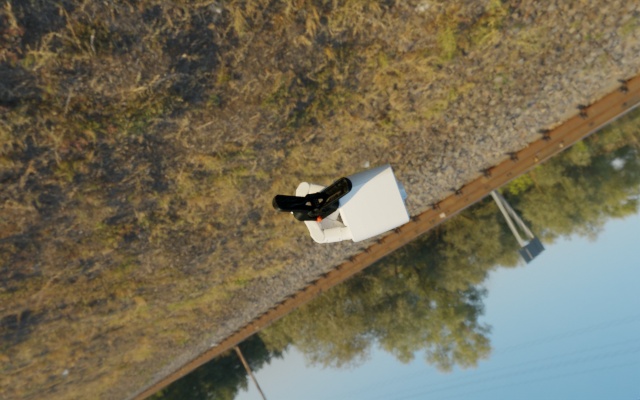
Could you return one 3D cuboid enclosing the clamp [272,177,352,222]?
[{"bbox_3d":[0.000,0.003,0.766,0.120,0.039,0.171,-11,-10,9],"label":"clamp"}]
